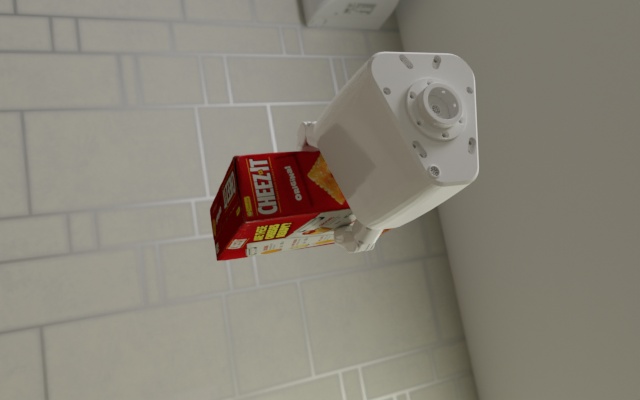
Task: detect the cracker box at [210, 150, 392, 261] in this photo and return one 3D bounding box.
[{"bbox_3d":[0.000,0.002,0.516,0.213,0.072,0.164,-6,-16,-23],"label":"cracker box"}]
